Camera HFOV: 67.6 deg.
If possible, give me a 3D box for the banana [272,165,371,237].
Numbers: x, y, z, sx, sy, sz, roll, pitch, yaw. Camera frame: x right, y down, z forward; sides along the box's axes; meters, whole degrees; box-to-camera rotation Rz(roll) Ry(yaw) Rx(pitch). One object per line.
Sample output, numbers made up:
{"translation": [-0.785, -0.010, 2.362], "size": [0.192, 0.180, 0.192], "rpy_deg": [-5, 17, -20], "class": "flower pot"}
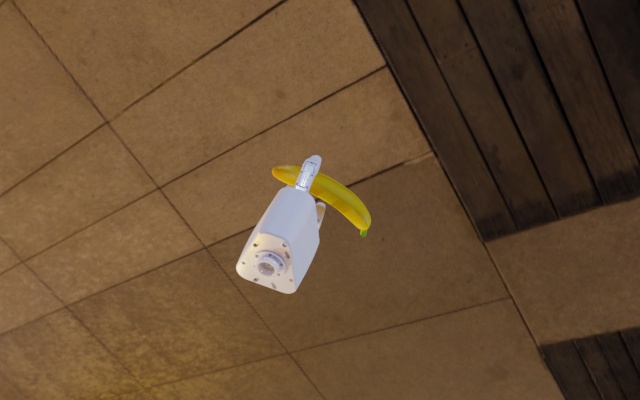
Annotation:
{"translation": [0.013, -0.005, 0.777], "size": [0.198, 0.037, 0.070], "rpy_deg": [37, -49, -12], "class": "banana"}
